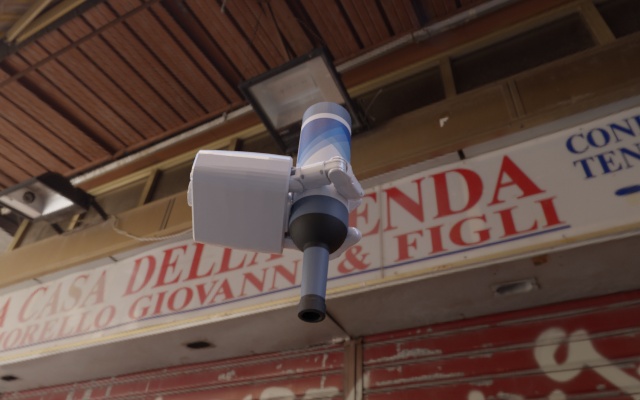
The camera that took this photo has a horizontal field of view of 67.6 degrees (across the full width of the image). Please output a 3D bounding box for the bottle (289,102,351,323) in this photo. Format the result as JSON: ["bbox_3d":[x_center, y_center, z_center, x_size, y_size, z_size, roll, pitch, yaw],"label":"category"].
[{"bbox_3d":[0.000,0.002,0.556,0.069,0.295,0.069,3,-41,2],"label":"bottle"}]
